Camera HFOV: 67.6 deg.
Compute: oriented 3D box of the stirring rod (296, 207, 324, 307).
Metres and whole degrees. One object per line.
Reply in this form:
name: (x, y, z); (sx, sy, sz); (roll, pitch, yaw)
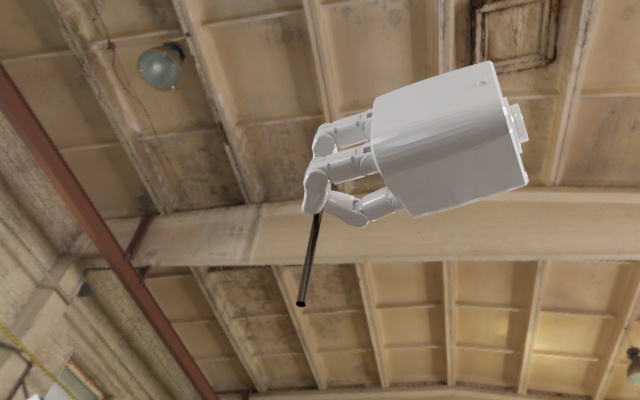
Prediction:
stirring rod: (0.000, 0.002, 0.463); (0.011, 0.011, 0.239); (0, 42, 10)
